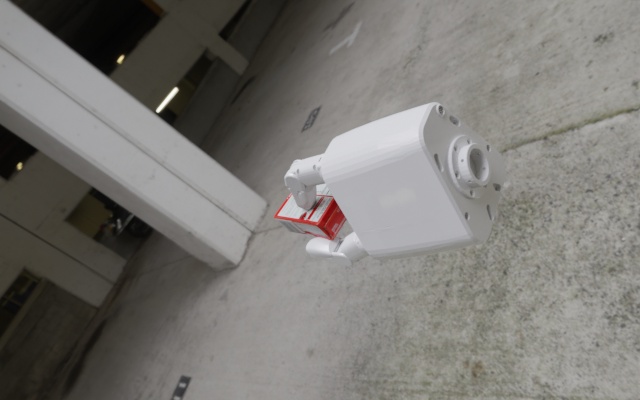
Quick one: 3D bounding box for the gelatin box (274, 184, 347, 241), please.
[{"bbox_3d":[0.000,0.001,0.514,0.030,0.073,0.089,45,-22,-29],"label":"gelatin box"}]
